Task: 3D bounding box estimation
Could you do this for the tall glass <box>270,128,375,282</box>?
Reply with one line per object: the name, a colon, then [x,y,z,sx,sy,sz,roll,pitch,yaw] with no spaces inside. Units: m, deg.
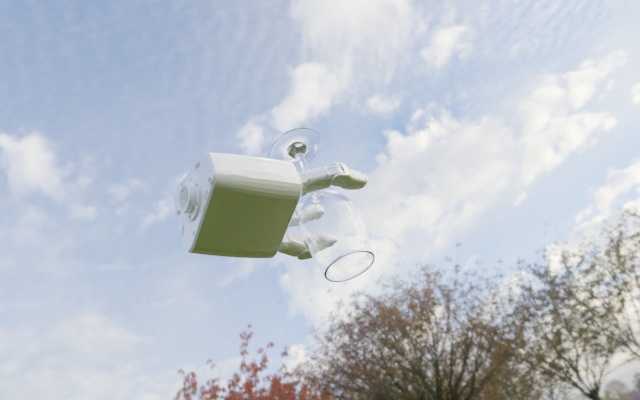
tall glass: [0.000,0.001,0.600,0.079,0.201,0.079,-16,-36,-12]
